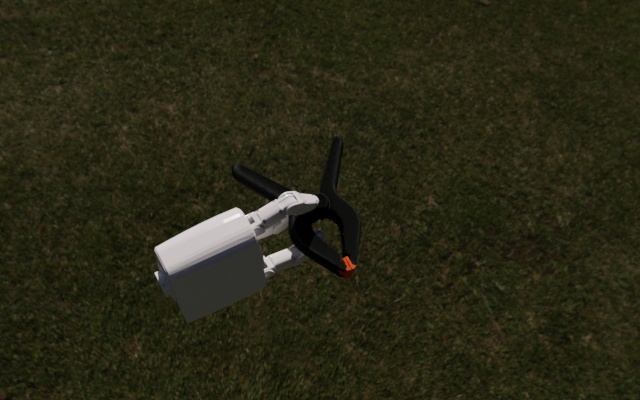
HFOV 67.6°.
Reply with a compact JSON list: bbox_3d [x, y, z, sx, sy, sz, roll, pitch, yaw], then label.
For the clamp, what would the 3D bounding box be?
[{"bbox_3d":[0.000,0.002,0.629,0.164,0.210,0.036,-26,-25,-20],"label":"clamp"}]
